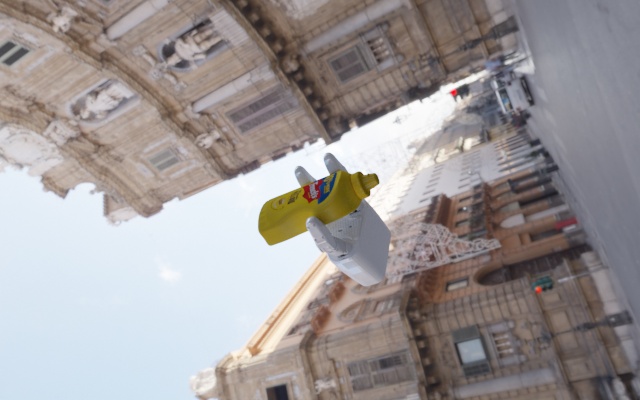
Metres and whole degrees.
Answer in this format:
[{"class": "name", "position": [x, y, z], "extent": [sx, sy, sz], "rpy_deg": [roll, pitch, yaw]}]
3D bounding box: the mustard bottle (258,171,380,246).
[{"class": "mustard bottle", "position": [0.000, 0.002, 0.720], "extent": [0.191, 0.058, 0.096], "rpy_deg": [-22, 25, 22]}]
